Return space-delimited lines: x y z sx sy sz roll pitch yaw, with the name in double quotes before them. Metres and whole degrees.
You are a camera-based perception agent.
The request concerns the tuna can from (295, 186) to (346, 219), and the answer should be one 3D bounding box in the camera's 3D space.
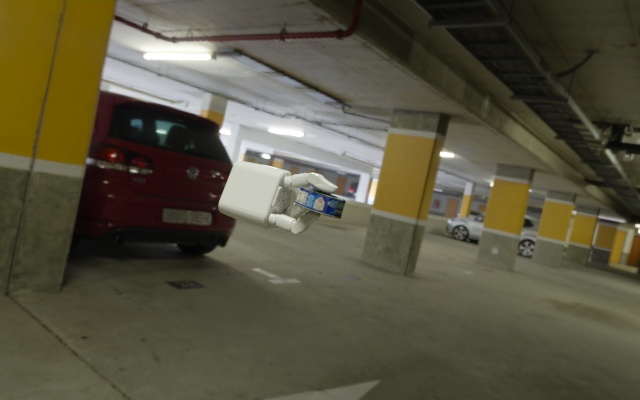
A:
"tuna can" 0.000 0.002 0.839 0.086 0.034 0.086 17 4 -1
